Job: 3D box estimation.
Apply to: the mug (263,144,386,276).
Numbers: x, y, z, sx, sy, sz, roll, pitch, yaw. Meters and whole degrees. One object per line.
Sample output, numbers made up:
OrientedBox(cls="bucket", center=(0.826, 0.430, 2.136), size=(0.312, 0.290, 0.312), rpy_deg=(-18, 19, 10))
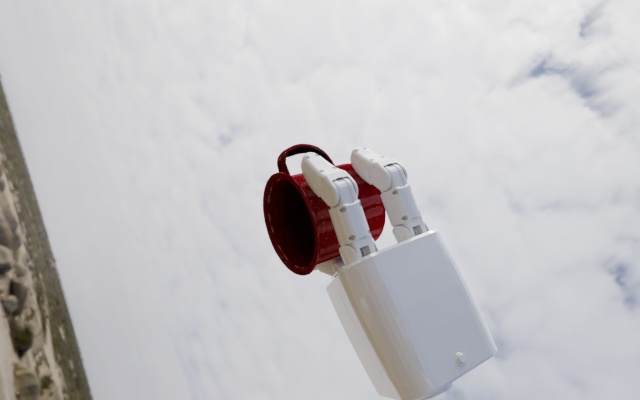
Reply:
OrientedBox(cls="mug", center=(0.000, 0.000, 0.440), size=(0.081, 0.117, 0.093), rpy_deg=(-16, -15, -32))
